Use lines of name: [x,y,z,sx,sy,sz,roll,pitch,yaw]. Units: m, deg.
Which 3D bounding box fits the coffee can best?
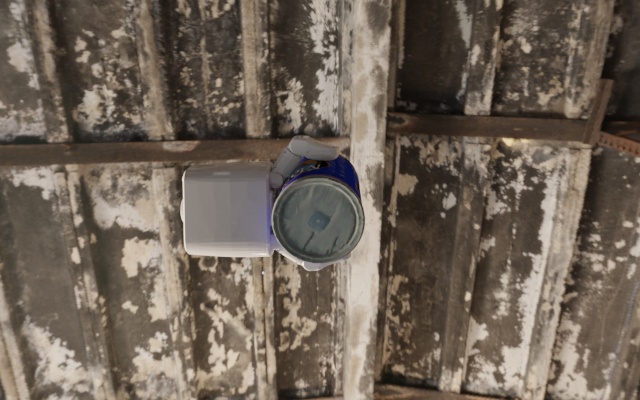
coffee can: [0.000,0.002,0.588,0.103,0.103,0.140,0,18,2]
